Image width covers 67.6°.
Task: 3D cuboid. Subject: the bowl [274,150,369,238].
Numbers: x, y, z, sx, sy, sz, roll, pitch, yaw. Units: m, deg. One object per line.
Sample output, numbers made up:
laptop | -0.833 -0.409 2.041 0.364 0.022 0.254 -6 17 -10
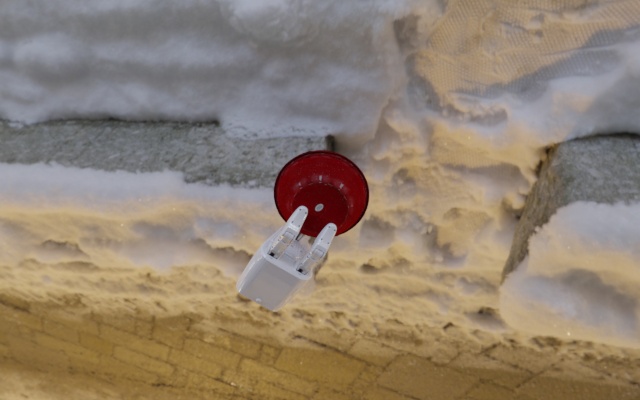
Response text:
bowl | 0.001 0.002 0.779 0.162 0.162 0.055 0 25 3
